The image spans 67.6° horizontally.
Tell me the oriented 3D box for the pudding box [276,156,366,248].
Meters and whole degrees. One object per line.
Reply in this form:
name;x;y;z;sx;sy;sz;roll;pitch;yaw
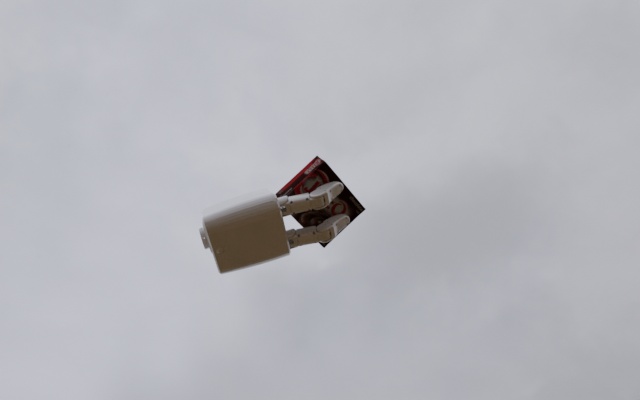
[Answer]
pudding box;0.000;0.002;0.723;0.113;0.090;0.039;47;0;-31
